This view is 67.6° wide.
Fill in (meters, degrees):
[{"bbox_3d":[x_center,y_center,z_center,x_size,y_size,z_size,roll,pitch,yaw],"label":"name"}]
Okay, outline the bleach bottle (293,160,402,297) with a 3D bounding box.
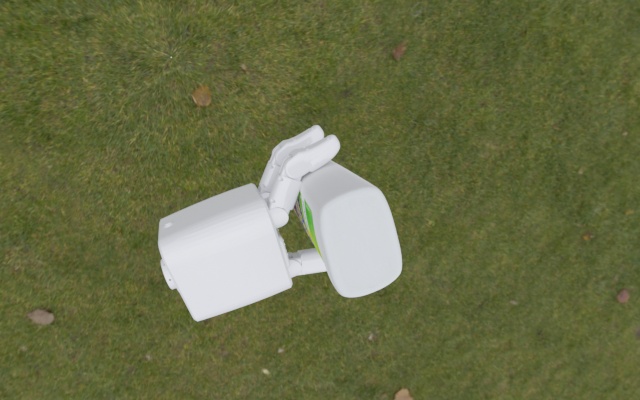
[{"bbox_3d":[0.000,0.002,0.517,0.068,0.103,0.250,-20,21,-11],"label":"bleach bottle"}]
